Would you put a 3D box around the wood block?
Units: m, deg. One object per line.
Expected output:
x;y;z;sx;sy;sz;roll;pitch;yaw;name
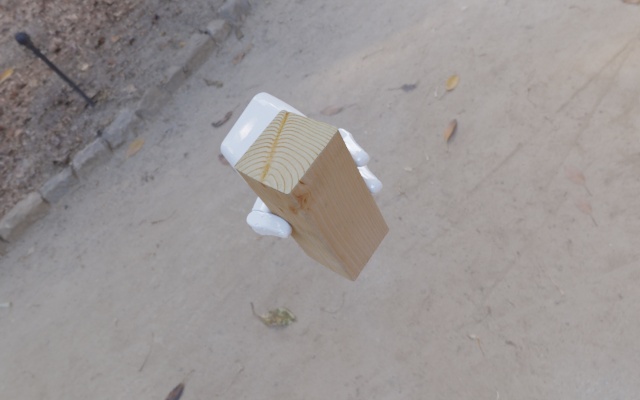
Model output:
0.000;0.002;0.576;0.090;0.091;0.206;25;-19;37;wood block
